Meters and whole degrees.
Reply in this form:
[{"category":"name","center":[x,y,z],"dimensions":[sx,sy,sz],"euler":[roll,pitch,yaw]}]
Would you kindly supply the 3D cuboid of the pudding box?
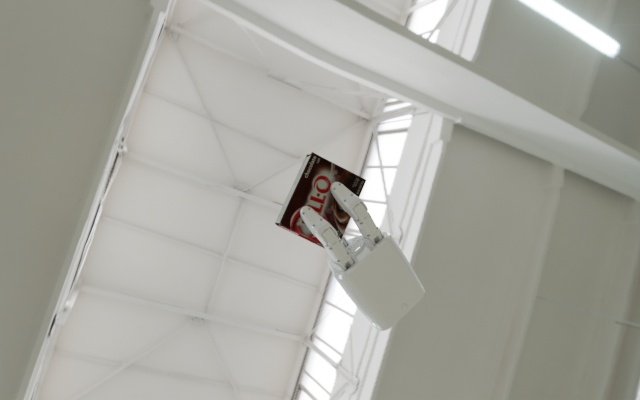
[{"category":"pudding box","center":[0.000,0.002,0.671],"dimensions":[0.090,0.113,0.039],"euler":[26,-10,-17]}]
